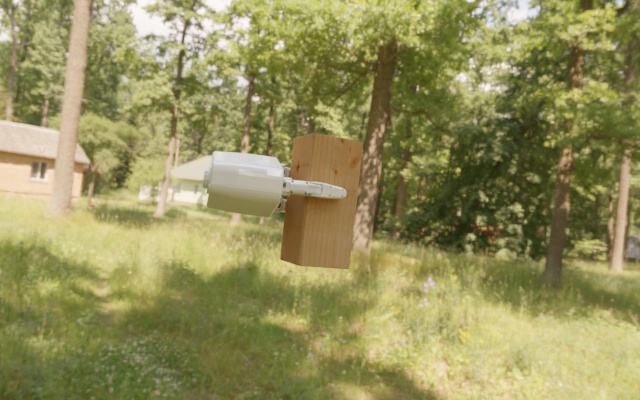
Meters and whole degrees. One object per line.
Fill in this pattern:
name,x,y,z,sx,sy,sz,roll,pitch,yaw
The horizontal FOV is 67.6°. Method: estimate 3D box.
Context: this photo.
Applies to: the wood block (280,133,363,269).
wood block,0.000,0.002,0.783,0.090,0.206,0.091,7,-2,-25
